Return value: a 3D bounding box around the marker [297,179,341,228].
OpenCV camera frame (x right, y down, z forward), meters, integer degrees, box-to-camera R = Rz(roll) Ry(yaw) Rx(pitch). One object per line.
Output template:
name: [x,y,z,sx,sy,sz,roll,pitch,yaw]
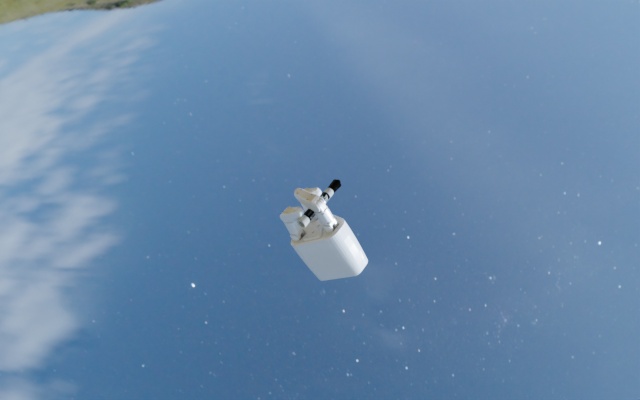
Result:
marker: [0.000,0.003,0.873,0.020,0.020,0.121,0,41,49]
